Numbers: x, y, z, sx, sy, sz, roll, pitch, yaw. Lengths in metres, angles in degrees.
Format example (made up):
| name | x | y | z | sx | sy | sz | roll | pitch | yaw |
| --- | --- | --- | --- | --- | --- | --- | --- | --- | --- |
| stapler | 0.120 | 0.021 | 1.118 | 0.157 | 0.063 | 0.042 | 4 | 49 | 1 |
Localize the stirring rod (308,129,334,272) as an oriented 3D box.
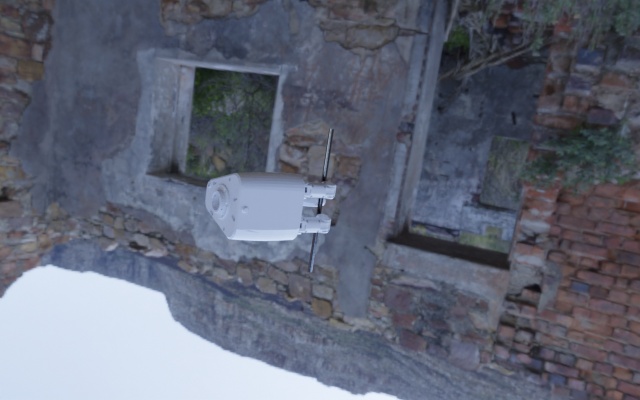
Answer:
| name | x | y | z | sx | sy | sz | roll | pitch | yaw |
| --- | --- | --- | --- | --- | --- | --- | --- | --- | --- |
| stirring rod | 0.000 | 0.002 | 0.785 | 0.011 | 0.239 | 0.011 | 8 | 9 | -1 |
